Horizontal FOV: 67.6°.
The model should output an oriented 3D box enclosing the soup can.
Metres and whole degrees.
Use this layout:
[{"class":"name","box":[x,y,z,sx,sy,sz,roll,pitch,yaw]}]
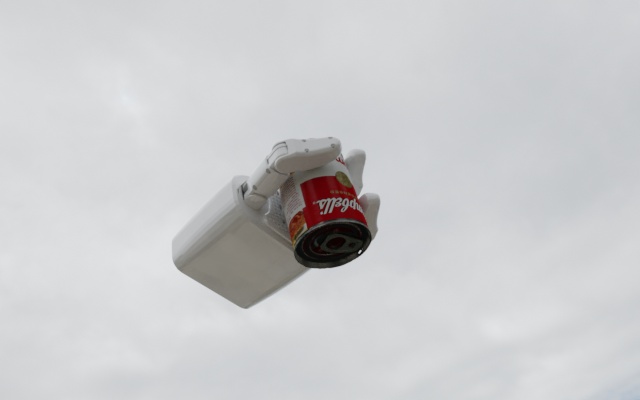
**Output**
[{"class":"soup can","box":[0.000,0.001,0.434,0.068,0.102,0.069,-9,-39,-8]}]
